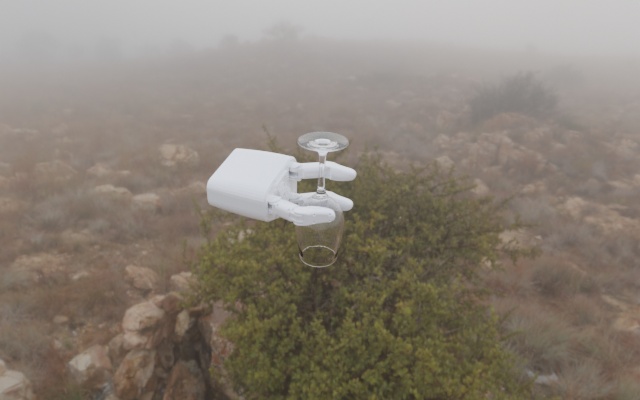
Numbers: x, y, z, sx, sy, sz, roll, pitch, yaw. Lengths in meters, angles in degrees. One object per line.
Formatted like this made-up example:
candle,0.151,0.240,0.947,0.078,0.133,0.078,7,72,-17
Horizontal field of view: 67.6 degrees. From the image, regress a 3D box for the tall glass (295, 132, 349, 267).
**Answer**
tall glass,0.000,0.002,0.730,0.079,0.201,0.079,2,28,-1
